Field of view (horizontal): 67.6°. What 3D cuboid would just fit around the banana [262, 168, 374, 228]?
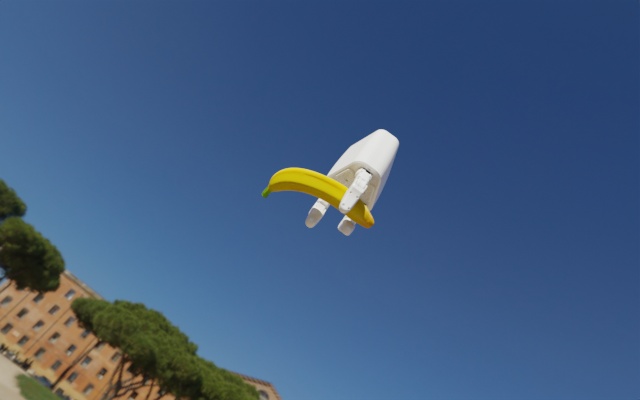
[{"bbox_3d":[-0.002,-0.012,0.780,0.198,0.070,0.037,17,44,14],"label":"banana"}]
